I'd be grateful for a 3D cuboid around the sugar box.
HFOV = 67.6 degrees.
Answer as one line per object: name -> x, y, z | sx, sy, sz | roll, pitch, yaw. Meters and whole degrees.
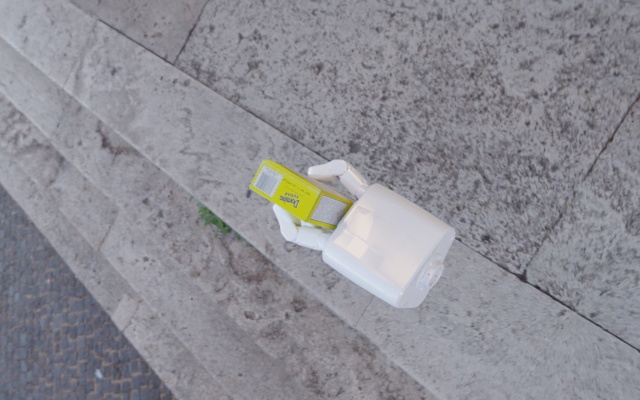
sugar box -> 0.000, 0.003, 0.608 | 0.093, 0.048, 0.176 | 31, 4, 31
